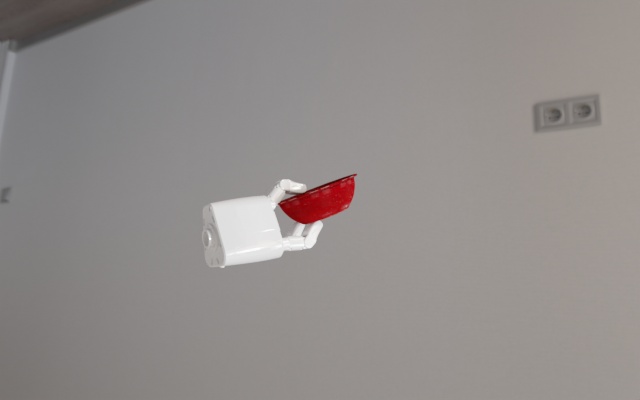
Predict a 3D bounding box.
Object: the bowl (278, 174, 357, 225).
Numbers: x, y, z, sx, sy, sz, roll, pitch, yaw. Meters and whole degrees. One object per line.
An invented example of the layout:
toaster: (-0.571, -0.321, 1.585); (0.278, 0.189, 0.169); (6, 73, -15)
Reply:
bowl: (0.001, 0.003, 0.879); (0.162, 0.055, 0.162); (-21, 3, 1)
